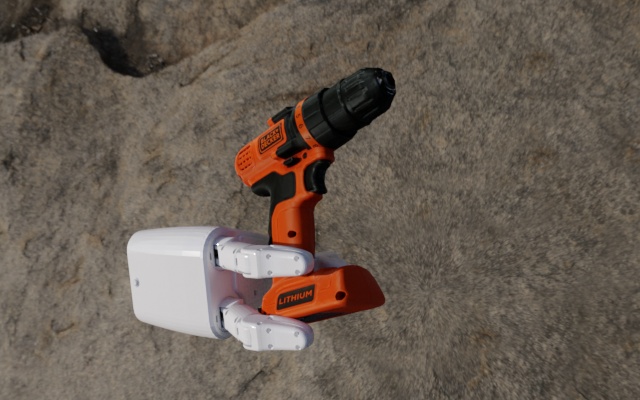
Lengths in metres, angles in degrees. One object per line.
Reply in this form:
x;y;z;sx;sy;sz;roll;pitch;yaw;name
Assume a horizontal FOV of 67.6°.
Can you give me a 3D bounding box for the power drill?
0.000;0.002;0.402;0.057;0.187;0.184;13;-30;-41;power drill
